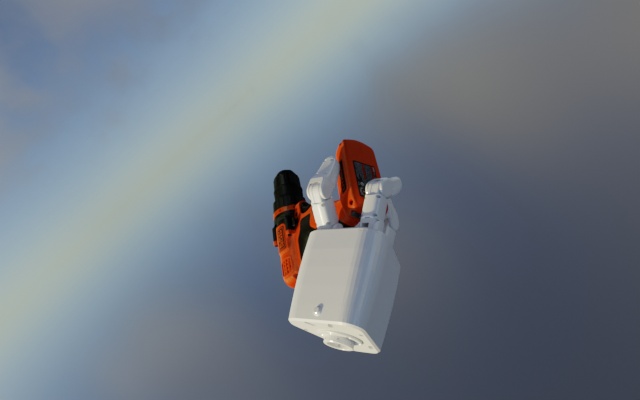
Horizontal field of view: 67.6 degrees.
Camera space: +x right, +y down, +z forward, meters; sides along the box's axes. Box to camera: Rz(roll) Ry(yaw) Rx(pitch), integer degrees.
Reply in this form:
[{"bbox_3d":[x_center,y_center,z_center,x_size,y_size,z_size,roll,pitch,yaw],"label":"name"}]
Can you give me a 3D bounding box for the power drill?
[{"bbox_3d":[0.000,0.002,0.633,0.057,0.184,0.188,10,-36,-34],"label":"power drill"}]
